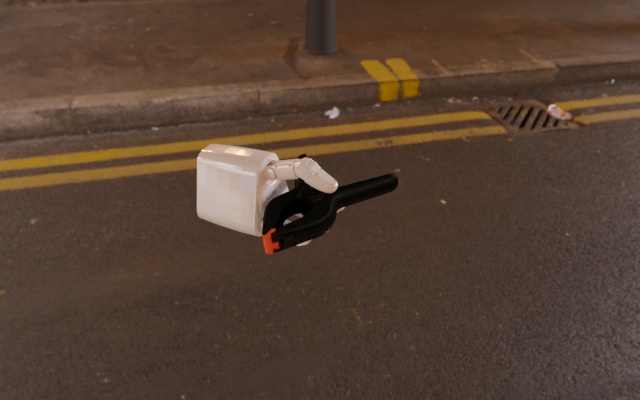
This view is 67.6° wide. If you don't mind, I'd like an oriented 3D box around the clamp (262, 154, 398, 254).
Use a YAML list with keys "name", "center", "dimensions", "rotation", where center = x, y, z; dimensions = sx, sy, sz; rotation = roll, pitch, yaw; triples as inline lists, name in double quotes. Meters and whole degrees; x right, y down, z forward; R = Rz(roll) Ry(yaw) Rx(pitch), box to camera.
- name: "clamp"
  center: [0.000, 0.002, 0.632]
  dimensions: [0.164, 0.036, 0.210]
  rotation: [10, 36, 23]
